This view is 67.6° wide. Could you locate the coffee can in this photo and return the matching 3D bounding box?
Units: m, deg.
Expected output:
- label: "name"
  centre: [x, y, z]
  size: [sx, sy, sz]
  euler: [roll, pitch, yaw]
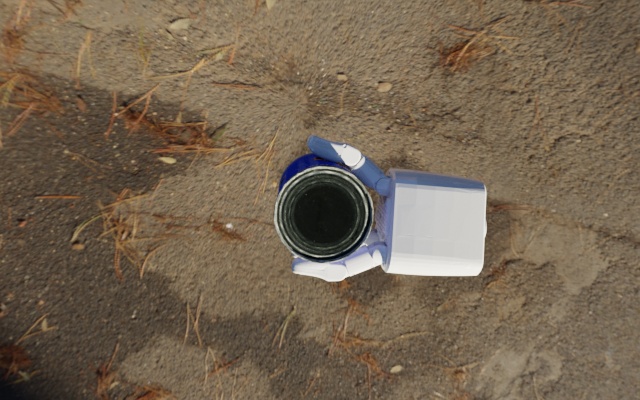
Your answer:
- label: "coffee can"
  centre: [0.000, 0.002, 0.552]
  size: [0.103, 0.103, 0.140]
  euler: [0, 11, -3]
